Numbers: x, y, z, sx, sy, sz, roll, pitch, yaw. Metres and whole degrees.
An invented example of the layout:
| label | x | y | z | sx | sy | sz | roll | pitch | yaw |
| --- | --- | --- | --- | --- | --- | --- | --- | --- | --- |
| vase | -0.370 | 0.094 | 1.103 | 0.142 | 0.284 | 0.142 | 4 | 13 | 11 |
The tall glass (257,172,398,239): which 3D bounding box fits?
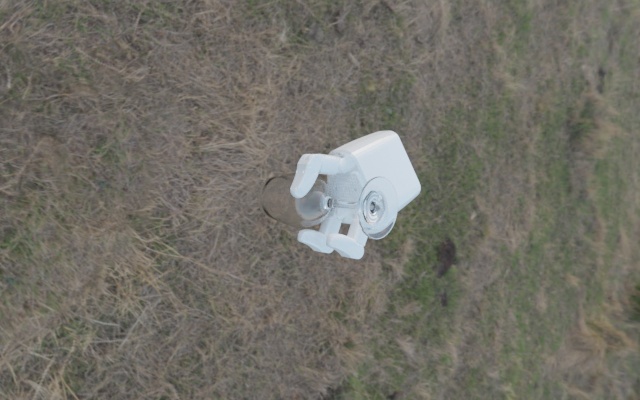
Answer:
| label | x | y | z | sx | sy | sz | roll | pitch | yaw |
| --- | --- | --- | --- | --- | --- | --- | --- | --- | --- |
| tall glass | 0.000 | 0.002 | 0.631 | 0.079 | 0.079 | 0.201 | 0 | 4 | -44 |
